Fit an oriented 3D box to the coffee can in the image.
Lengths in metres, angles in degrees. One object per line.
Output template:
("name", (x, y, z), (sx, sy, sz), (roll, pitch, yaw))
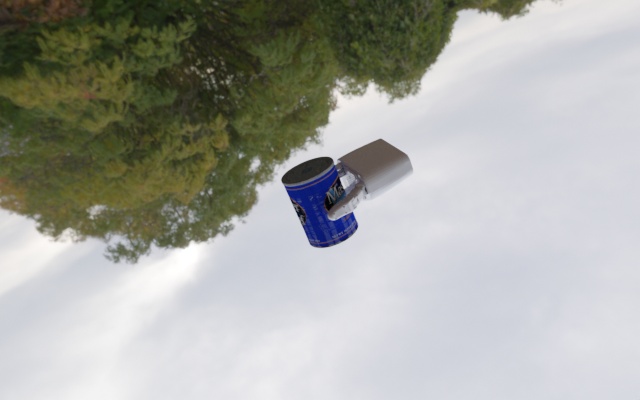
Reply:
("coffee can", (0.000, 0.003, 0.893), (0.103, 0.140, 0.102), (-19, 23, 8))
